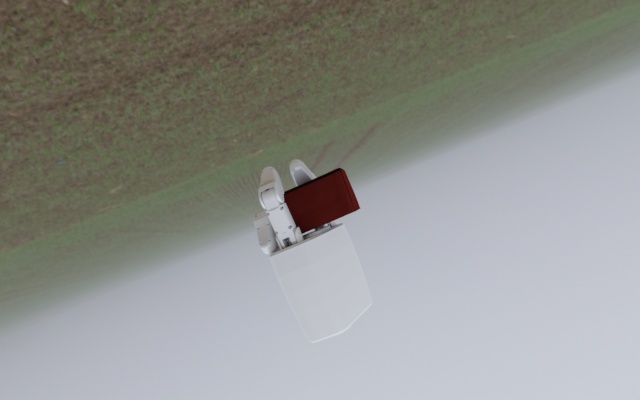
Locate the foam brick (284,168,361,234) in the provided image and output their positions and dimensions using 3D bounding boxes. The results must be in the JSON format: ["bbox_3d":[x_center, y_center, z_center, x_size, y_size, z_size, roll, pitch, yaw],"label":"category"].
[{"bbox_3d":[0.000,0.002,0.546,0.078,0.051,0.053,-23,-3,11],"label":"foam brick"}]
